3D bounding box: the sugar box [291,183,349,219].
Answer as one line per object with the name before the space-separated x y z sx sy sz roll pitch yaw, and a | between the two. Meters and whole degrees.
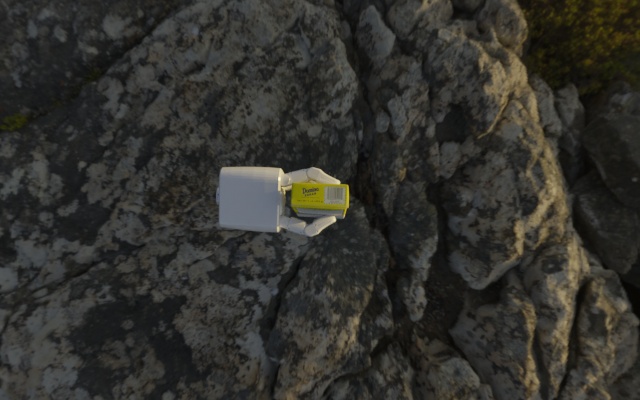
sugar box | 0.000 0.002 0.843 0.093 0.048 0.176 3 -5 1
